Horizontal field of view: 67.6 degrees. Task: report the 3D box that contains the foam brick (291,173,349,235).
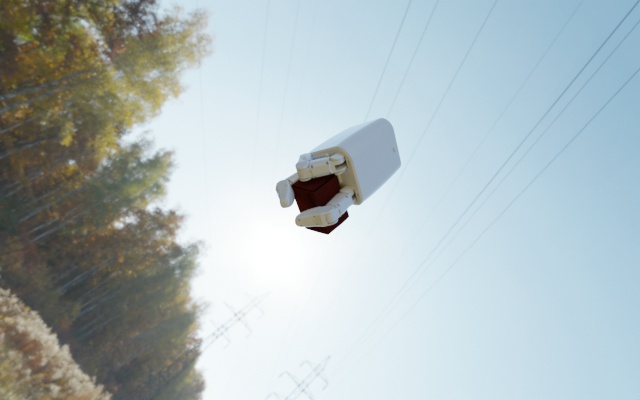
[{"bbox_3d":[0.000,0.003,0.706,0.053,0.078,0.051,15,43,44],"label":"foam brick"}]
